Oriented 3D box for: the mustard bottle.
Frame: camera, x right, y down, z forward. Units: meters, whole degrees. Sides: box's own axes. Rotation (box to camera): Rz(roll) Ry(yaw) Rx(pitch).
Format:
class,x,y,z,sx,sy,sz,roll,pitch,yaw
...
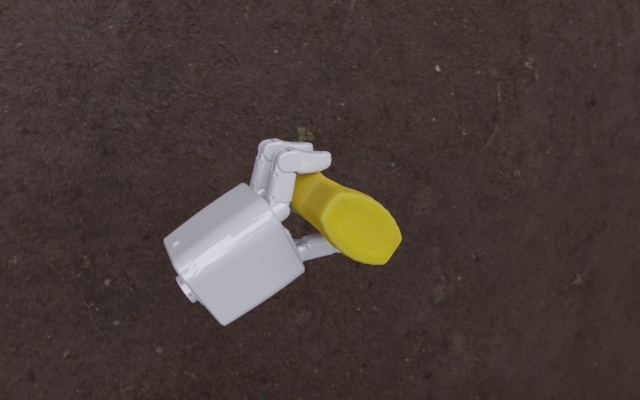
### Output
class,x,y,z,sx,sy,sz,roll,pitch,yaw
mustard bottle,0.000,0.002,0.515,0.096,0.058,0.191,34,0,-30
